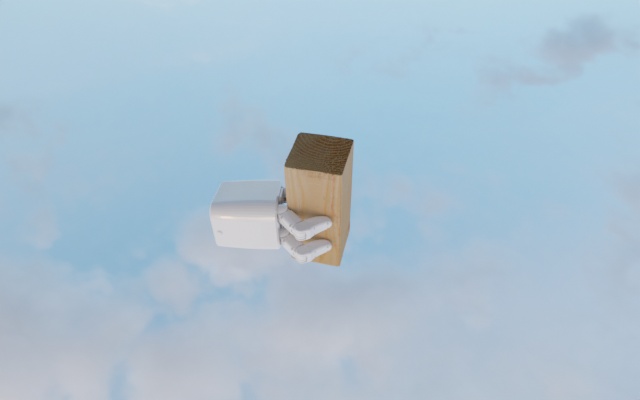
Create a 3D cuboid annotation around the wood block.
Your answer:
[{"bbox_3d":[0.000,0.002,0.779,0.090,0.206,0.090,9,45,10],"label":"wood block"}]
